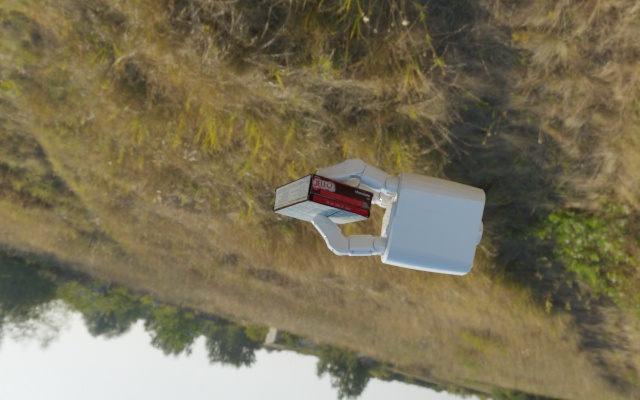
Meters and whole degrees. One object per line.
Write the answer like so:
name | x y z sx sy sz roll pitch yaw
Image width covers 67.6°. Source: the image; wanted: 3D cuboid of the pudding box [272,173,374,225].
pudding box | 0.000 0.002 0.616 0.090 0.039 0.113 18 -18 -25
